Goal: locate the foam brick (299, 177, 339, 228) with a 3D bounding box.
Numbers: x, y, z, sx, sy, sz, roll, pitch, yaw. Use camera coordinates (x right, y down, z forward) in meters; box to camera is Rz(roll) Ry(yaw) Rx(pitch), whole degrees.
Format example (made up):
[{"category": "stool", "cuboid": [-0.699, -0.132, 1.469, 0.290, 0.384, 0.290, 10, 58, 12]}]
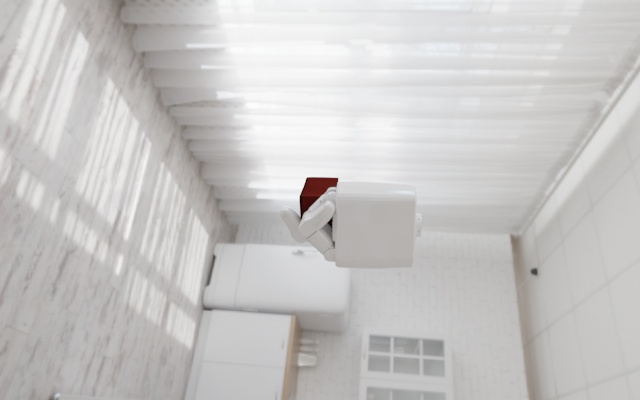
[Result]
[{"category": "foam brick", "cuboid": [0.000, 0.002, 0.714, 0.051, 0.053, 0.078, 0, 25, 7]}]
